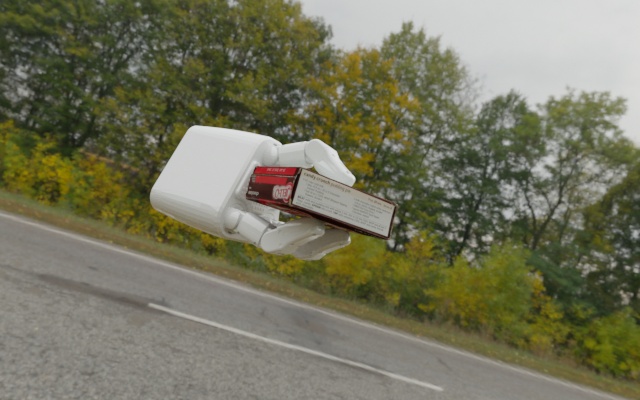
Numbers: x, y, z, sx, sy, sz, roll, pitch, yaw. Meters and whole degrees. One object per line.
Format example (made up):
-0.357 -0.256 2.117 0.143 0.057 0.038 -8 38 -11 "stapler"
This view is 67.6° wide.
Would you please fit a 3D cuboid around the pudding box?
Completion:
0.000 0.001 0.441 0.113 0.039 0.090 18 -4 -32 "pudding box"
